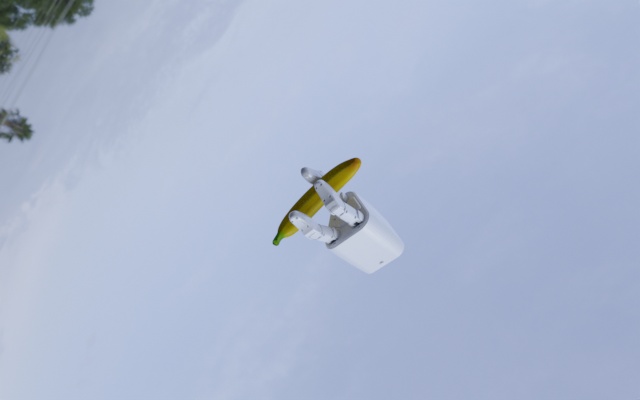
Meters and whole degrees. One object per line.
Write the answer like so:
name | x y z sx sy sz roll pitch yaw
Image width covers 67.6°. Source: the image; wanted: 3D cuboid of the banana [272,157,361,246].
banana | -0.006 0.000 0.803 0.037 0.198 0.069 42 5 -20
